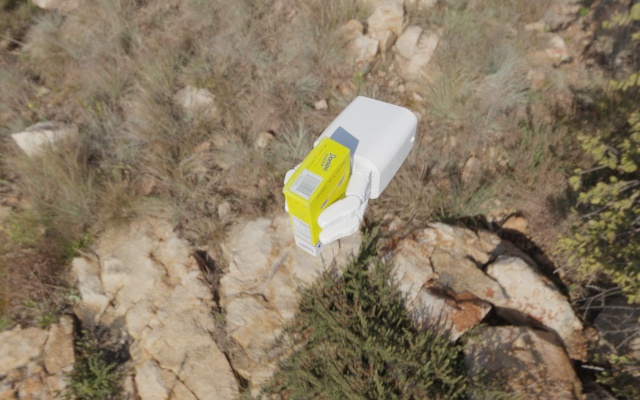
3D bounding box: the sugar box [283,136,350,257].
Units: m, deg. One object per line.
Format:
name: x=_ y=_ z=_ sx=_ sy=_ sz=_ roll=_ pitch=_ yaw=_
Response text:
sugar box: x=0.001 y=0.002 z=0.647 sx=0.048 sy=0.093 sz=0.176 roll=30 pitch=-21 yaw=20
